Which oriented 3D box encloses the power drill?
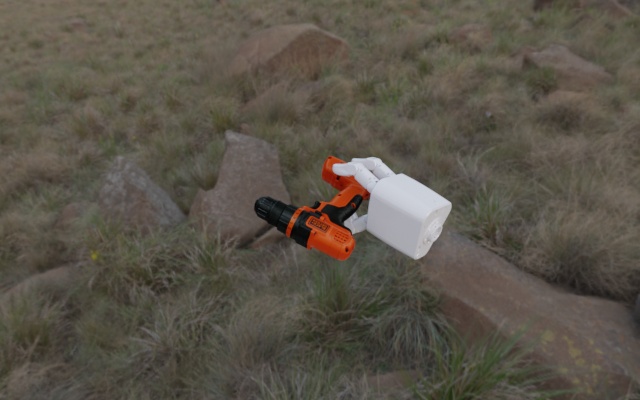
[{"bbox_3d":[0.001,0.003,0.844,0.184,0.187,0.057,28,-39,9],"label":"power drill"}]
